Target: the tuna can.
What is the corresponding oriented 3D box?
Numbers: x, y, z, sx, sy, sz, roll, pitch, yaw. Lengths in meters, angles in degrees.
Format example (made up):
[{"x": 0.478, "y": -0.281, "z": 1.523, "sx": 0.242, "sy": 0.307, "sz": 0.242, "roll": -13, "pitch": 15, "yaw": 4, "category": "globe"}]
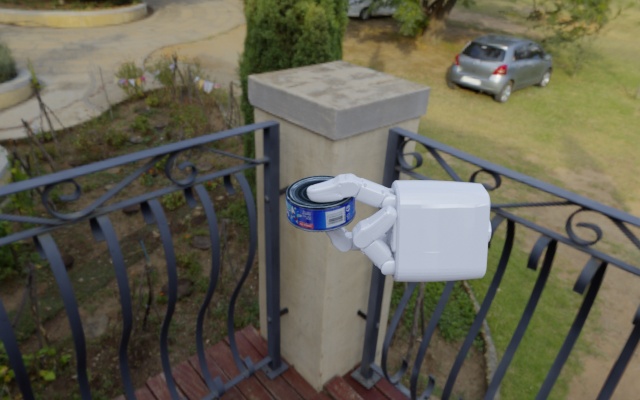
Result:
[{"x": 0.000, "y": 0.002, "z": 0.585, "sx": 0.086, "sy": 0.034, "sz": 0.086, "roll": -2, "pitch": 30, "yaw": 1, "category": "tuna can"}]
